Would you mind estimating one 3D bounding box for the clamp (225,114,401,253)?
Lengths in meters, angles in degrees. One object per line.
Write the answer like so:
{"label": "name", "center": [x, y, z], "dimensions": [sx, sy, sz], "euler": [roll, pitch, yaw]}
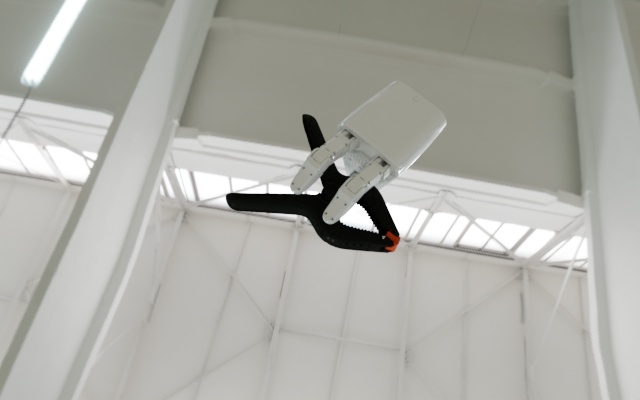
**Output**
{"label": "clamp", "center": [0.001, 0.002, 0.586], "dimensions": [0.210, 0.164, 0.036], "euler": [41, -19, 16]}
